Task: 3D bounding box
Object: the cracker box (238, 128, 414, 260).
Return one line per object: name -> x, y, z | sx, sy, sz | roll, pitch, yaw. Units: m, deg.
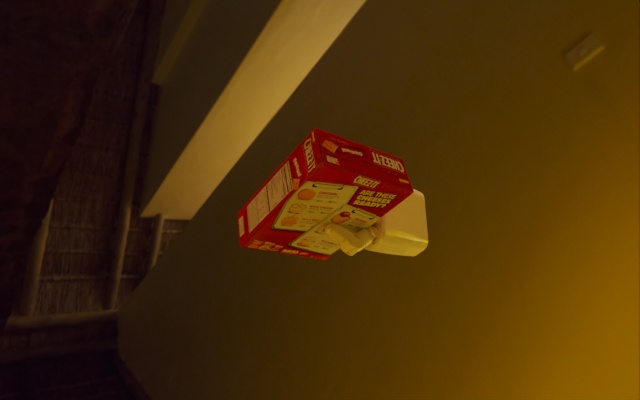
cracker box -> 0.000, 0.003, 0.700 | 0.164, 0.072, 0.214 | 14, -42, -35
